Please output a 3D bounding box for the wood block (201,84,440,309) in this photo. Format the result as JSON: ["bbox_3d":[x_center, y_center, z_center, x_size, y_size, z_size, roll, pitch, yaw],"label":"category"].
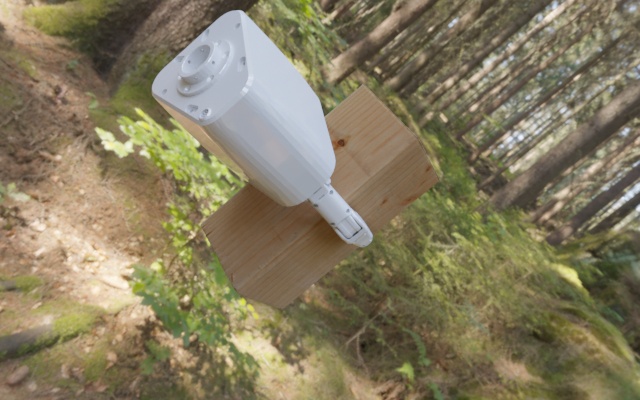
[{"bbox_3d":[0.000,0.002,0.466,0.206,0.090,0.090,-40,-33,6],"label":"wood block"}]
